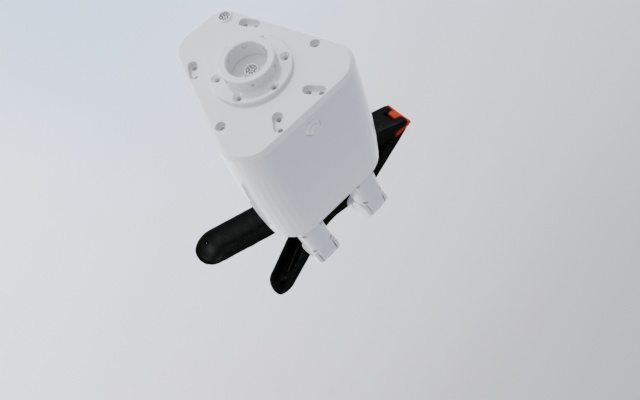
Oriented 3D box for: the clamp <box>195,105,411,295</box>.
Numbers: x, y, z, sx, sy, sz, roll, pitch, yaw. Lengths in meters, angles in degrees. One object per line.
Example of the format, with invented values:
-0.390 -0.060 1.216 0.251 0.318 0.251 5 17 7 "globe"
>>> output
0.000 0.000 0.432 0.036 0.210 0.165 42 -10 24 "clamp"
